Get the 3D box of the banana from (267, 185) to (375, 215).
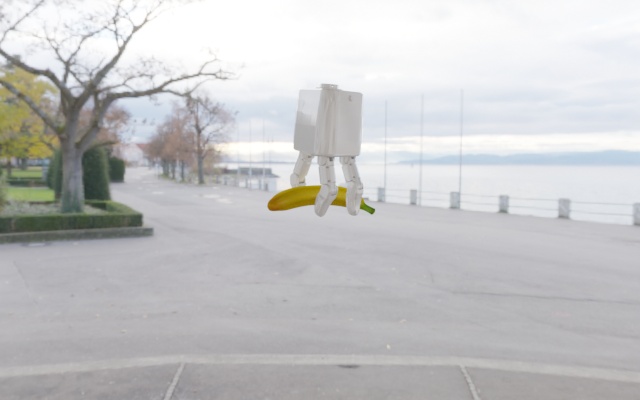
[{"bbox_3d":[-0.004,-0.004,0.828,0.198,0.037,0.069,1,20,-23],"label":"banana"}]
